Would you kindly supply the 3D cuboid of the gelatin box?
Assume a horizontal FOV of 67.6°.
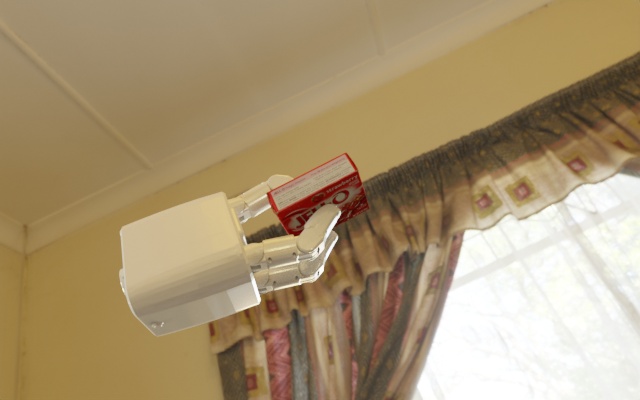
[{"bbox_3d":[0.000,0.001,0.475,0.089,0.030,0.073,-28,-34,-2],"label":"gelatin box"}]
